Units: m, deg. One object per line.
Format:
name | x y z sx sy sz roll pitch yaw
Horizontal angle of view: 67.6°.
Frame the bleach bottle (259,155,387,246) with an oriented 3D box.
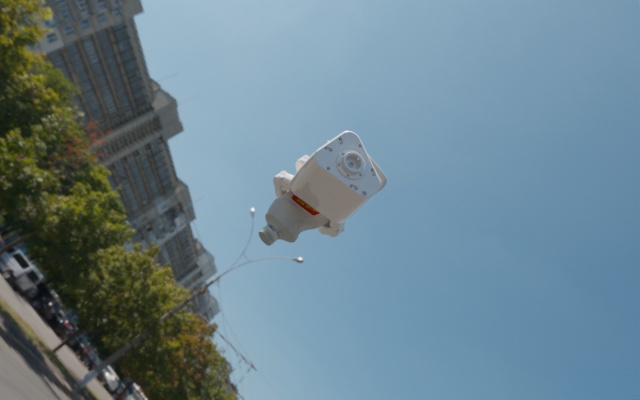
bleach bottle | 0.000 0.003 0.837 0.250 0.102 0.068 -38 -3 -30
